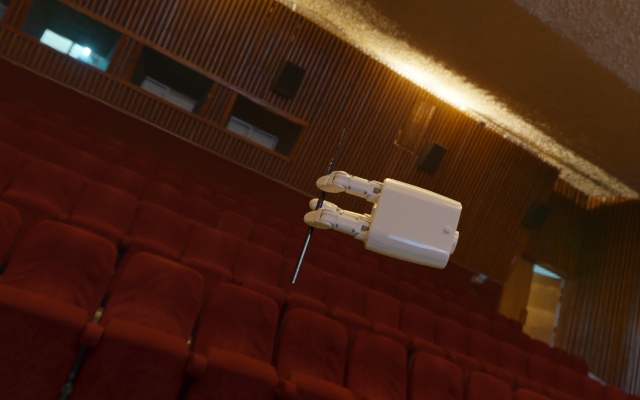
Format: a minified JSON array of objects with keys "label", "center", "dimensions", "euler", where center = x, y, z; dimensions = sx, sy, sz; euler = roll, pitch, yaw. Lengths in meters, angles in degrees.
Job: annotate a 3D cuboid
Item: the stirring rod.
[{"label":"stirring rod","center":[0.000,0.002,0.677],"dimensions":[0.011,0.239,0.011],"euler":[18,-16,5]}]
